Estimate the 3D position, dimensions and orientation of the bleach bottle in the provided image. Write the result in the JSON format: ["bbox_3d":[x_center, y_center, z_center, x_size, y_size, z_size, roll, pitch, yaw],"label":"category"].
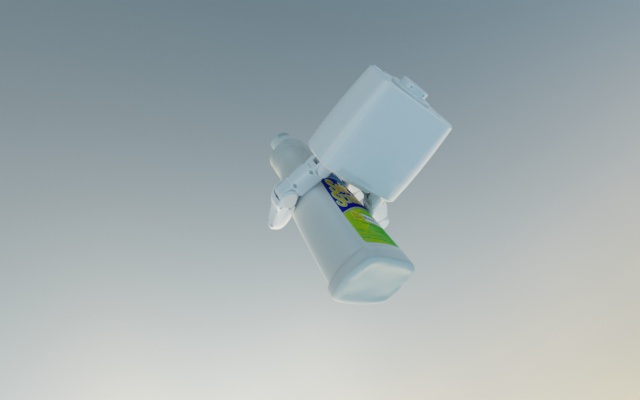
[{"bbox_3d":[0.000,0.002,0.549,0.102,0.068,0.250,17,30,-46],"label":"bleach bottle"}]
